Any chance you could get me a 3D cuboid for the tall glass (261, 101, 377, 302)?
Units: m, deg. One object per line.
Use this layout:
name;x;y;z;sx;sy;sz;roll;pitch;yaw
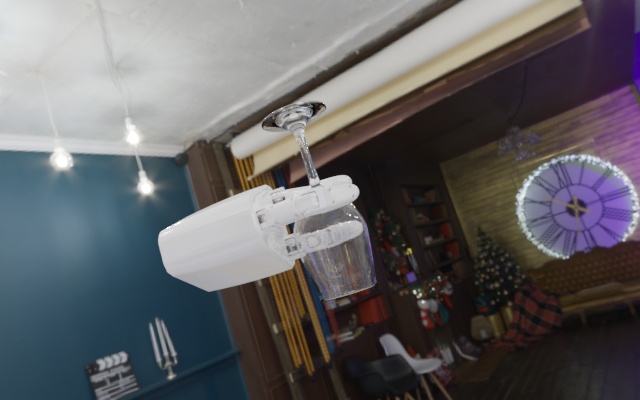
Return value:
tall glass;0.000;0.001;0.508;0.079;0.201;0.079;-17;-9;-3
